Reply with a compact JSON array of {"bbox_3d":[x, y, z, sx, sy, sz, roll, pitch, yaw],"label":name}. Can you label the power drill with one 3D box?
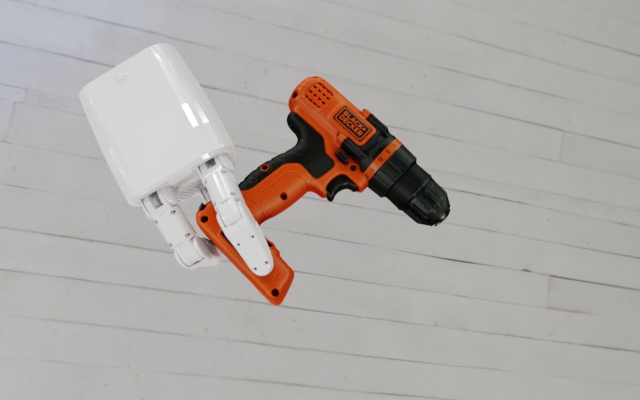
[{"bbox_3d":[0.000,0.002,0.429,0.184,0.187,0.057,43,-16,8],"label":"power drill"}]
